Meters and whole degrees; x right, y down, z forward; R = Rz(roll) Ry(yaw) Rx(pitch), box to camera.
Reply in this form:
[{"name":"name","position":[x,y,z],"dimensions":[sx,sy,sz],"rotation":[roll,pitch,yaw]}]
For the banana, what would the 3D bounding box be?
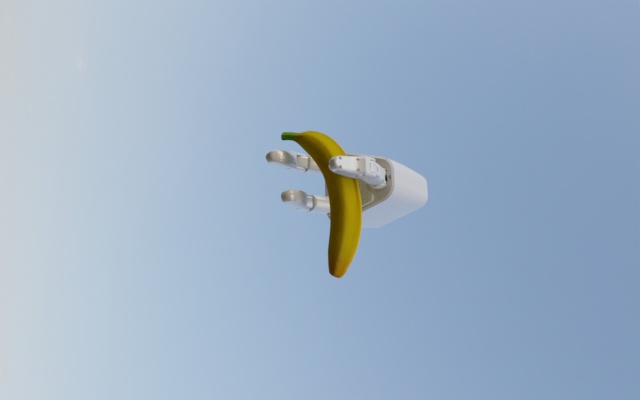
[{"name":"banana","position":[0.014,-0.009,0.571],"dimensions":[0.069,0.197,0.037],"rotation":[-28,-22,22]}]
